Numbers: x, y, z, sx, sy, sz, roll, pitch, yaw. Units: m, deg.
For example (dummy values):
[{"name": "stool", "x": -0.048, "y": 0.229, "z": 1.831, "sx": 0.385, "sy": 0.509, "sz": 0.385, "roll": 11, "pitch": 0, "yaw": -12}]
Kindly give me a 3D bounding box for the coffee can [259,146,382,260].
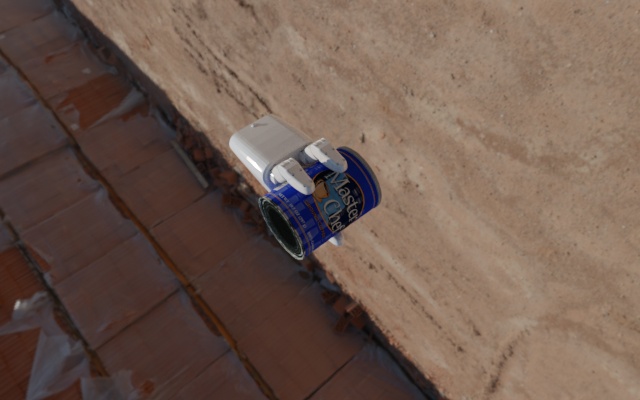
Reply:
[{"name": "coffee can", "x": 0.000, "y": 0.002, "z": 0.669, "sx": 0.140, "sy": 0.103, "sz": 0.103, "roll": -34, "pitch": 13, "yaw": -20}]
